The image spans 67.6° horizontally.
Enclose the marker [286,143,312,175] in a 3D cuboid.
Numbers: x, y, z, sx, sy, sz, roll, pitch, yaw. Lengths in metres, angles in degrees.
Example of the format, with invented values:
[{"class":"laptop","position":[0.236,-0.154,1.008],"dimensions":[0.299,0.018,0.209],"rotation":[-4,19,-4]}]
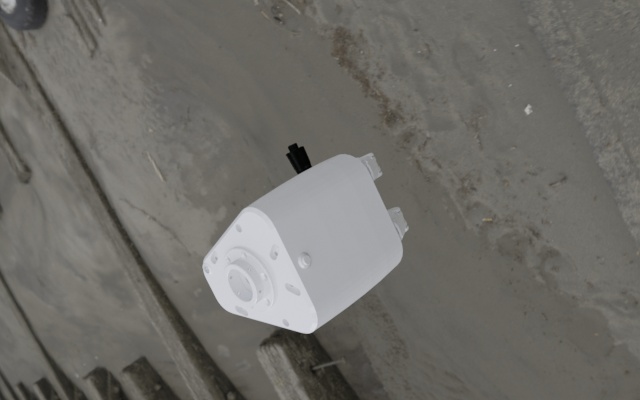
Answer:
[{"class":"marker","position":[0.000,0.001,0.453],"dimensions":[0.020,0.121,0.020],"rotation":[-26,4,2]}]
